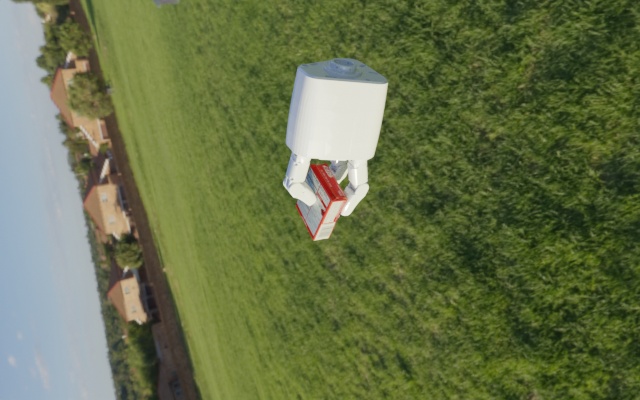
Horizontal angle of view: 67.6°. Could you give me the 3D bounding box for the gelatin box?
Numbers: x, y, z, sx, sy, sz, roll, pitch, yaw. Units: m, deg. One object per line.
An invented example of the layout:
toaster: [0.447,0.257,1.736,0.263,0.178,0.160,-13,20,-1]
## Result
gelatin box: [0.000,0.003,0.698,0.030,0.073,0.089,-6,-41,-30]
